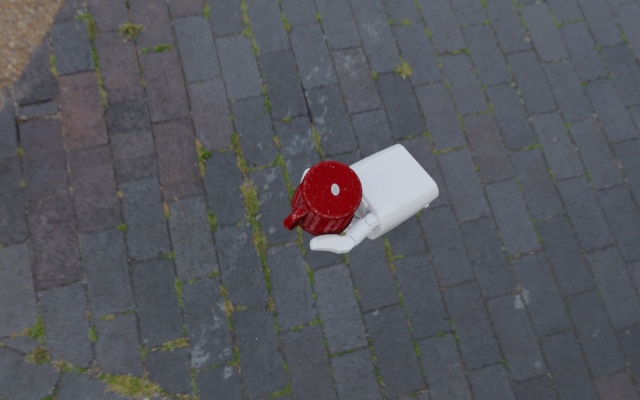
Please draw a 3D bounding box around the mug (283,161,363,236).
[{"bbox_3d":[-0.001,0.003,0.645,0.117,0.093,0.081,-30,-10,-16],"label":"mug"}]
